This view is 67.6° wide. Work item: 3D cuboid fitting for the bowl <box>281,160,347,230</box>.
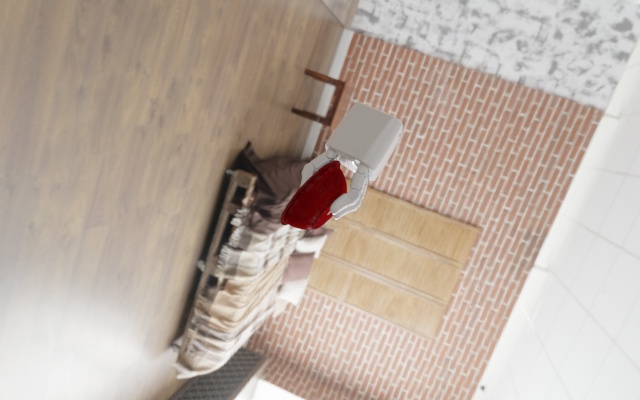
[{"bbox_3d":[0.000,0.004,0.898,0.055,0.162,0.162,43,11,13],"label":"bowl"}]
